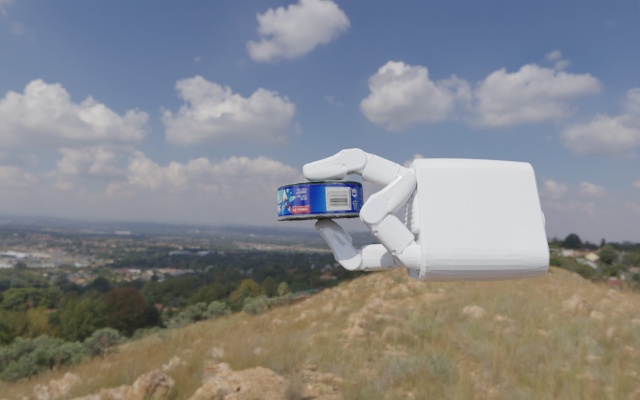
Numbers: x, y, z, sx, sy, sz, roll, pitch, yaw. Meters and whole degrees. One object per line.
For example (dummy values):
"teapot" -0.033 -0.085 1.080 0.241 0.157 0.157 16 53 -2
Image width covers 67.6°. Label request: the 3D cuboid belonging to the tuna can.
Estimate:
"tuna can" 0.000 0.001 0.471 0.086 0.034 0.086 -3 -4 0
